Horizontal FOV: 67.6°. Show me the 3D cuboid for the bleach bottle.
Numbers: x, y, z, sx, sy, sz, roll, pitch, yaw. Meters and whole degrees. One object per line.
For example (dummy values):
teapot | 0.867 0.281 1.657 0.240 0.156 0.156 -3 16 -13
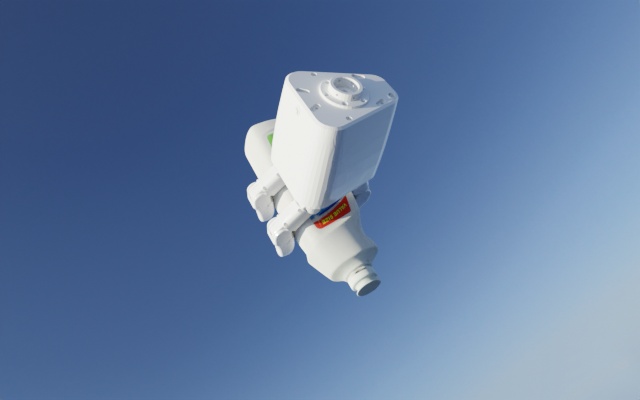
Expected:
bleach bottle | 0.000 0.002 0.570 0.102 0.250 0.068 -15 -37 -27
